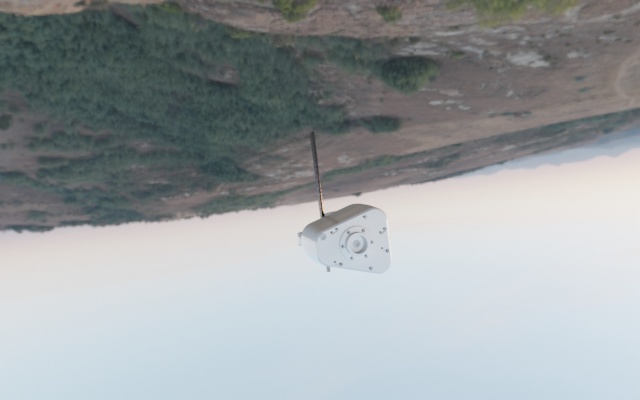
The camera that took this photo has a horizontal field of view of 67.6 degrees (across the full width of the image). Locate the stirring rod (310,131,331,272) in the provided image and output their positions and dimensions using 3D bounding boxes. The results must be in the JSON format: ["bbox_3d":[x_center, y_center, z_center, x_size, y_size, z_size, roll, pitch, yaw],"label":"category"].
[{"bbox_3d":[0.000,0.003,0.815,0.011,0.239,0.011,-7,2,0],"label":"stirring rod"}]
